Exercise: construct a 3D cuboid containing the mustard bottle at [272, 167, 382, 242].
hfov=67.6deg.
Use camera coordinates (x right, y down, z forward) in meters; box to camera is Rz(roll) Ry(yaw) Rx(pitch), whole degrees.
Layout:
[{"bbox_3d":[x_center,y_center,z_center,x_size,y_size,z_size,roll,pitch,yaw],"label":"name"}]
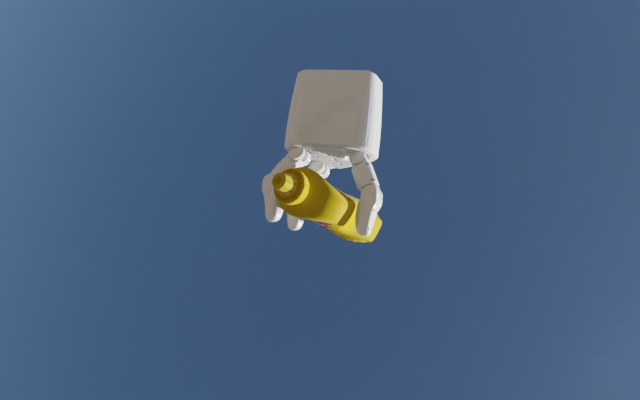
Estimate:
[{"bbox_3d":[0.000,0.002,0.589,0.096,0.058,0.192,29,0,32],"label":"mustard bottle"}]
